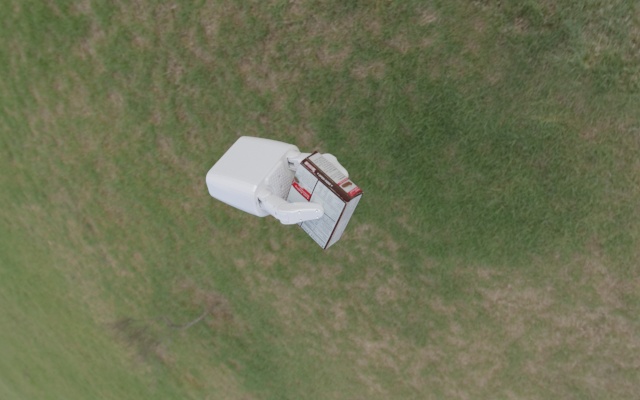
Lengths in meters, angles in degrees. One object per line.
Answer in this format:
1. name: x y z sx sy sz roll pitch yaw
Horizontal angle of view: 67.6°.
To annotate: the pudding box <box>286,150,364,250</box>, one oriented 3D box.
1. pudding box: 0.000 0.002 0.658 0.039 0.090 0.114 -36 -20 -36
